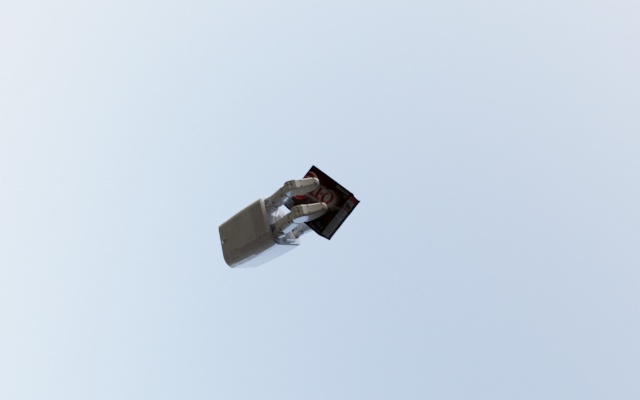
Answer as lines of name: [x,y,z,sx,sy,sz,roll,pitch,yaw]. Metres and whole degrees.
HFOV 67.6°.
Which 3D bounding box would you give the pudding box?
pudding box: [0.000,0.003,0.823,0.113,0.090,0.039,38,1,37]
